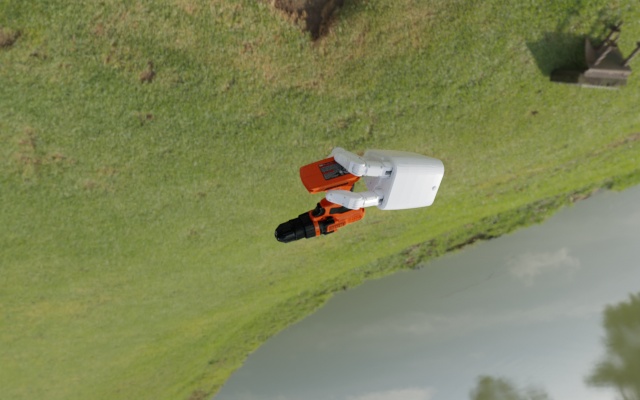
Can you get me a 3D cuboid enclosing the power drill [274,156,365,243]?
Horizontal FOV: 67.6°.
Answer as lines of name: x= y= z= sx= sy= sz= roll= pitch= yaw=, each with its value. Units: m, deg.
power drill: x=0.000 y=0.003 z=0.875 sx=0.184 sy=0.057 sz=0.188 roll=-20 pitch=-29 yaw=-14
